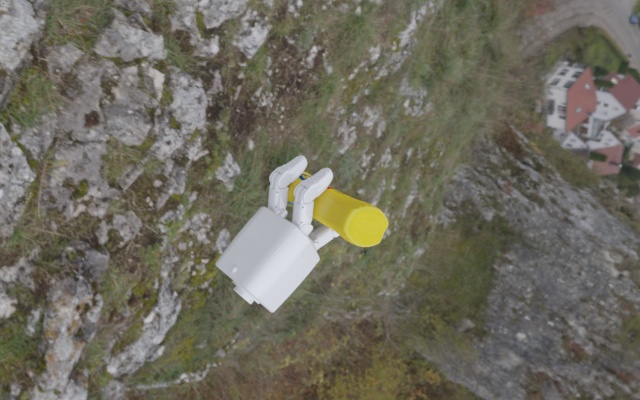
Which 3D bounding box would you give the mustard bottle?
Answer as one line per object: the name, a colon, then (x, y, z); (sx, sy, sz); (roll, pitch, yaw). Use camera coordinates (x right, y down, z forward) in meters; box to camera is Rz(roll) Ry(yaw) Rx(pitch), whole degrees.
mustard bottle: (0.000, 0.002, 0.692); (0.191, 0.058, 0.096); (28, 6, 40)
